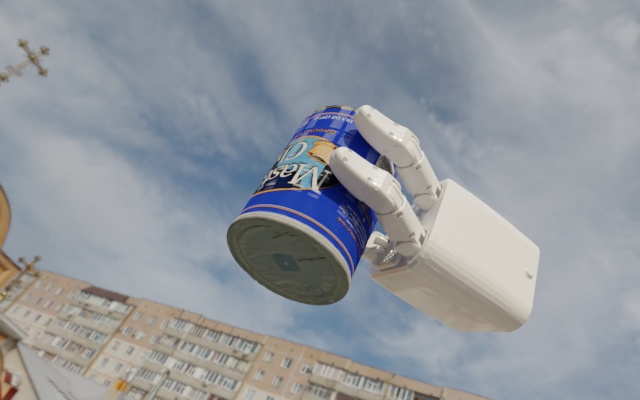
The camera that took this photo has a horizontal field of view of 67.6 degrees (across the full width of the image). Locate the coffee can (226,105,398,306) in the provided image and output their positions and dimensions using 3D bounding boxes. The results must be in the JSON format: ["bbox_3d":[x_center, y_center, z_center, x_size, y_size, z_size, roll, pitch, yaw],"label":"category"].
[{"bbox_3d":[0.000,0.001,0.405,0.103,0.103,0.140,0,43,32],"label":"coffee can"}]
